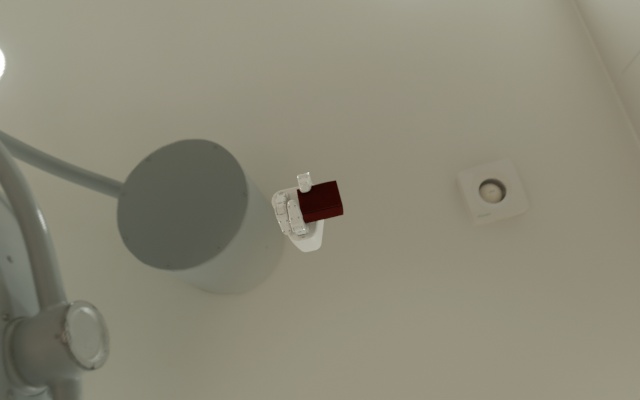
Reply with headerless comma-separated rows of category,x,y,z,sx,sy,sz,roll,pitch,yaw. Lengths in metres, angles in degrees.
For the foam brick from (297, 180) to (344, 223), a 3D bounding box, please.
foam brick,0.000,0.003,0.884,0.078,0.053,0.051,-13,-23,3
